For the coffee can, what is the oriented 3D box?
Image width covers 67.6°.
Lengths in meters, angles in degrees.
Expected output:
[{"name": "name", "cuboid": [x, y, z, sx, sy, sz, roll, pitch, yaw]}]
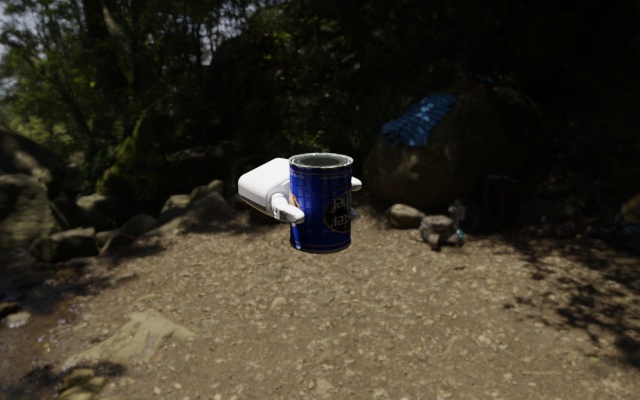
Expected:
[{"name": "coffee can", "cuboid": [0.000, 0.003, 0.771, 0.103, 0.140, 0.102, 0, 18, 0]}]
